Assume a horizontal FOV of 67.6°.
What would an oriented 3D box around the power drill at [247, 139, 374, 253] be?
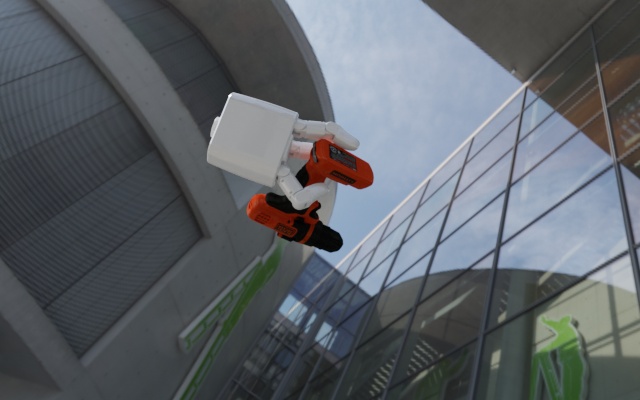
[{"bbox_3d":[0.000,0.002,0.773,0.184,0.057,0.188,25,-54,-26],"label":"power drill"}]
